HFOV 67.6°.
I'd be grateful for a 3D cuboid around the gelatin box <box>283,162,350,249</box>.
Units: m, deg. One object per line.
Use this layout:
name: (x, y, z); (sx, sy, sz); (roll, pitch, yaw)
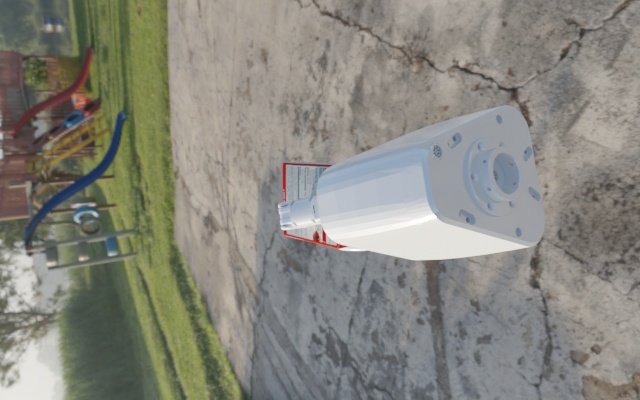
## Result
gelatin box: (-0.001, 0.001, 0.445); (0.030, 0.073, 0.089); (-6, 8, -38)
